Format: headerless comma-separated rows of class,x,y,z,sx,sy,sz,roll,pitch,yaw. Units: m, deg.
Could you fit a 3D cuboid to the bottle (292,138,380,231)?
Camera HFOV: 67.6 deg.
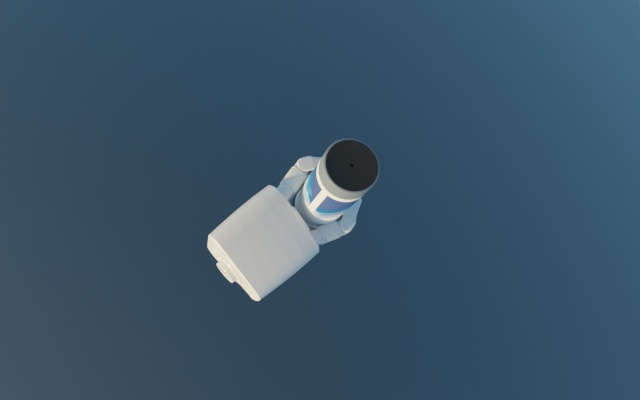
bottle,0.000,0.002,0.669,0.069,0.069,0.296,0,-16,-15
